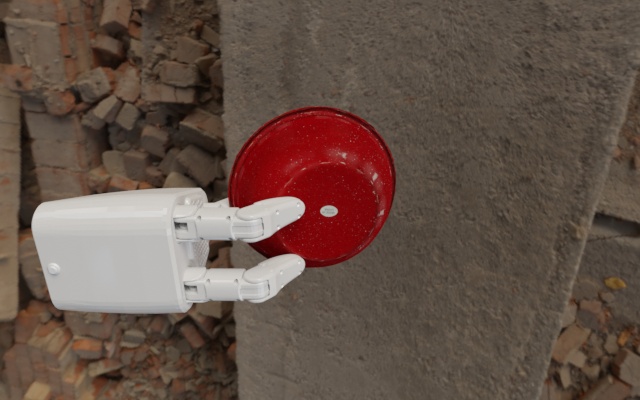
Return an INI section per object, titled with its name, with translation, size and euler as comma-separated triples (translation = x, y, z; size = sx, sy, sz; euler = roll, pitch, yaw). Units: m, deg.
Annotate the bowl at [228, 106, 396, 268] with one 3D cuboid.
[bowl]
translation = 0.001, 0.001, 0.427
size = 0.162, 0.162, 0.055
euler = 0, 22, -14
